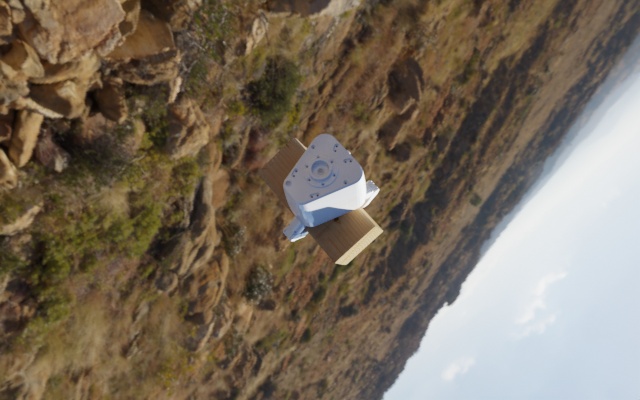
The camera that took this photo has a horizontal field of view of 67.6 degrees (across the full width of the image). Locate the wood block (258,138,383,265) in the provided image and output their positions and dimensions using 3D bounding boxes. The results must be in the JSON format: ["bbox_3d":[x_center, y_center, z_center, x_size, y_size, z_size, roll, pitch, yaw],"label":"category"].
[{"bbox_3d":[0.000,0.003,0.820,0.091,0.206,0.090,-43,-17,6],"label":"wood block"}]
